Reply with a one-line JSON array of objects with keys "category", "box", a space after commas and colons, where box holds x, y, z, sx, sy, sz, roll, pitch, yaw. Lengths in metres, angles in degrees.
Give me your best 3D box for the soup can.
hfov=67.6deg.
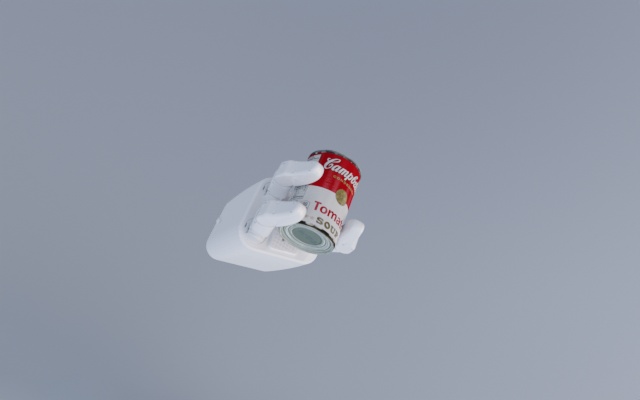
[{"category": "soup can", "box": [0.000, 0.002, 0.546, 0.068, 0.102, 0.068, 16, -31, 10]}]
